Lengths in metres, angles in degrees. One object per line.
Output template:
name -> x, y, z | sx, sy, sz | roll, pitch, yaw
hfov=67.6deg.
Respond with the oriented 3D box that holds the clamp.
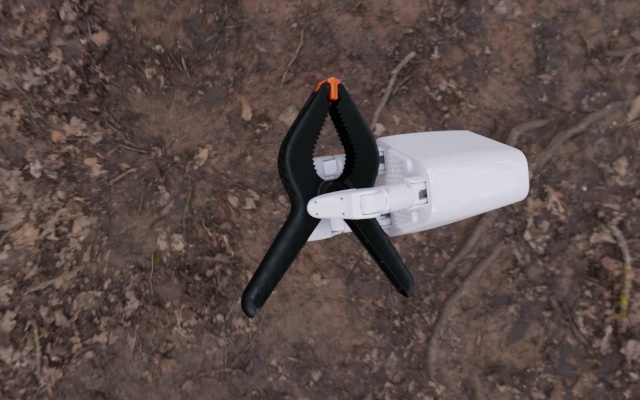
clamp -> 0.001, 0.001, 0.420 | 0.164, 0.210, 0.036 | -10, 7, -21
